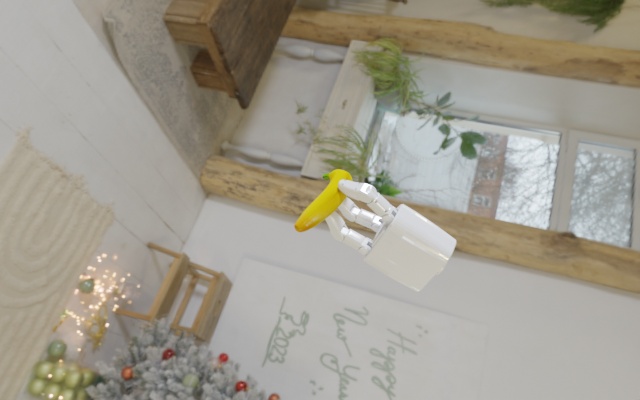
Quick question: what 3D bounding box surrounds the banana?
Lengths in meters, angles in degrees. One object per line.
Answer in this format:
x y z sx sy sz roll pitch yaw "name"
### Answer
0.015 -0.008 0.783 0.070 0.037 0.197 -32 13 27 "banana"
